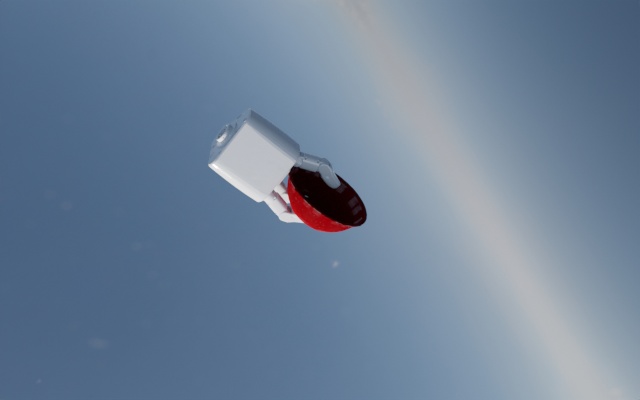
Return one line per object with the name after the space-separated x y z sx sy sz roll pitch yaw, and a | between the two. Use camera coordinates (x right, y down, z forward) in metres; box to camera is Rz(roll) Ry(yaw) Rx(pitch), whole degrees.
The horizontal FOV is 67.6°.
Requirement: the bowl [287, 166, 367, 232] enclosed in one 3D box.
0.001 0.004 0.824 0.162 0.055 0.162 28 28 -17 | bowl
